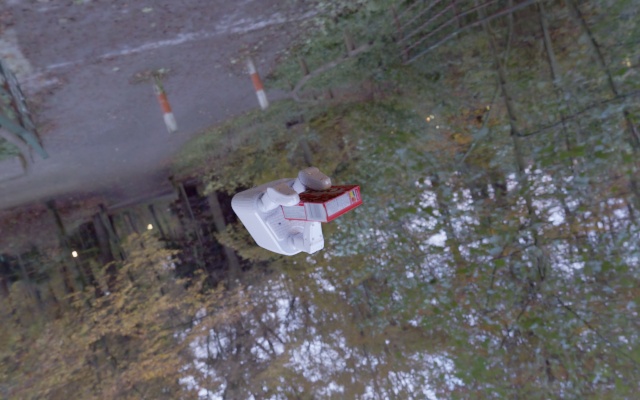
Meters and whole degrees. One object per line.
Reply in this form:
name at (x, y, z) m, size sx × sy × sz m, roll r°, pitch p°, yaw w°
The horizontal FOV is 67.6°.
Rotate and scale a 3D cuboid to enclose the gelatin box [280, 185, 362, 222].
gelatin box at (0.000, 0.003, 0.655) m, size 0.089 × 0.030 × 0.073 m, roll 2°, pitch 20°, yaw 46°
